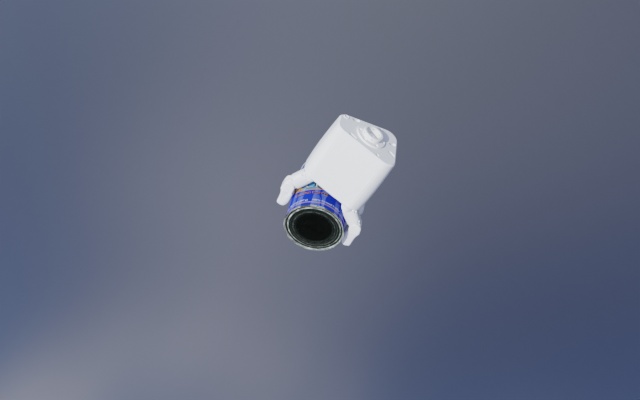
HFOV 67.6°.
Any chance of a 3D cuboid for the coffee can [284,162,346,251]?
[{"bbox_3d":[0.000,0.003,0.841,0.103,0.103,0.140,0,40,12],"label":"coffee can"}]
